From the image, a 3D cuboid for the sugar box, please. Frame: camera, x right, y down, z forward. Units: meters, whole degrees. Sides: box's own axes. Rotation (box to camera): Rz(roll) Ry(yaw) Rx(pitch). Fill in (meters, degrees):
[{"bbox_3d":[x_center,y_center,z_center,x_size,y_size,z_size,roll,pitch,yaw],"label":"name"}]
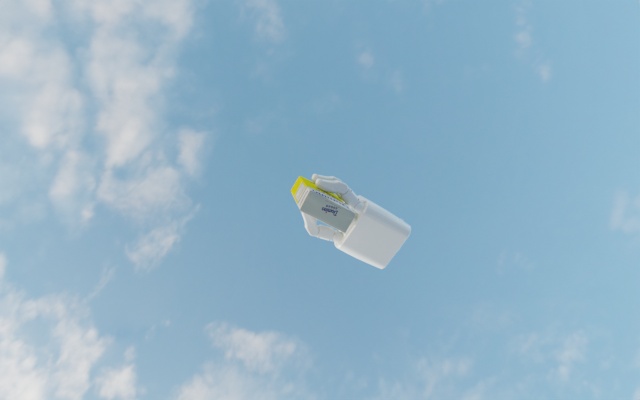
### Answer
[{"bbox_3d":[0.001,0.002,0.889,0.093,0.048,0.176,27,3,-13],"label":"sugar box"}]
